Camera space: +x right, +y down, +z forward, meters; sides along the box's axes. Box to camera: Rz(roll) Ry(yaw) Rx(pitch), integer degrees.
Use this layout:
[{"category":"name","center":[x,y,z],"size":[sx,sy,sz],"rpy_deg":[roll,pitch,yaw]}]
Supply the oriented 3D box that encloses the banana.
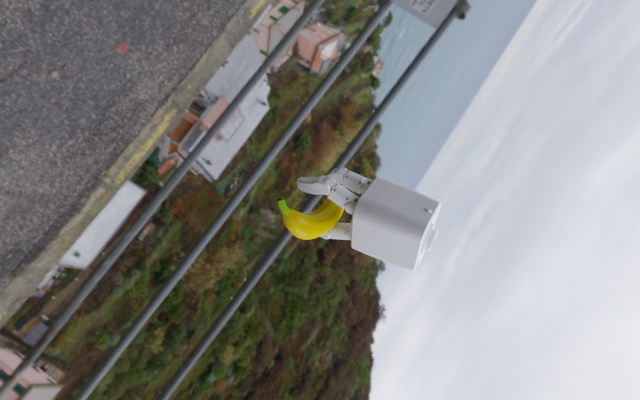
[{"category":"banana","center":[-0.003,0.021,0.733],"size":[0.037,0.069,0.198],"rpy_deg":[9,10,26]}]
